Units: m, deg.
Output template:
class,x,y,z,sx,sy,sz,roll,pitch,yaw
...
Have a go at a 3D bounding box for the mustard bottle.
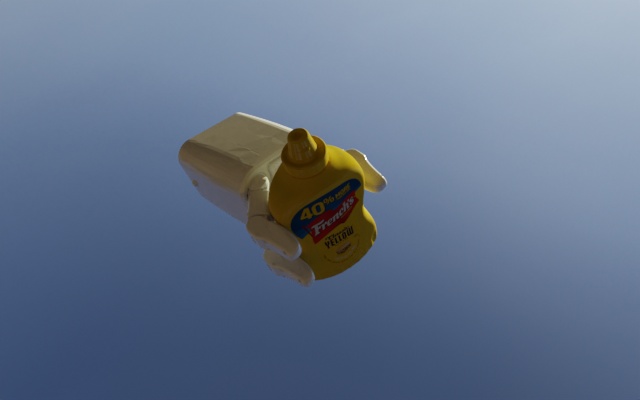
class,x,y,z,sx,sy,sz,roll,pitch,yaw
mustard bottle,0.000,0.002,0.468,0.096,0.058,0.192,-31,-38,-9
